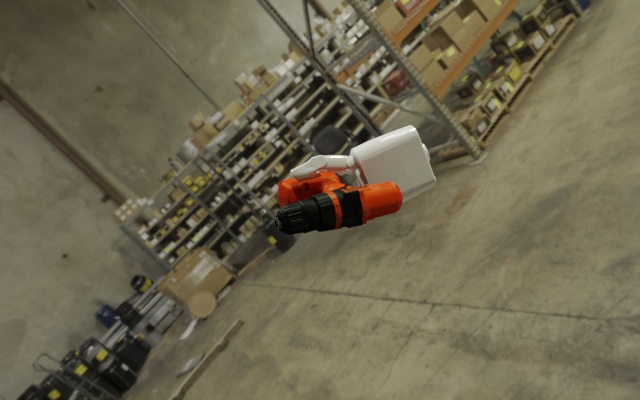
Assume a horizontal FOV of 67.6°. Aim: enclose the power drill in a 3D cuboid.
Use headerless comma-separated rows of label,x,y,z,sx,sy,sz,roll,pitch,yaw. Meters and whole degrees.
power drill,0.000,0.002,0.706,0.184,0.057,0.187,-10,14,-22
